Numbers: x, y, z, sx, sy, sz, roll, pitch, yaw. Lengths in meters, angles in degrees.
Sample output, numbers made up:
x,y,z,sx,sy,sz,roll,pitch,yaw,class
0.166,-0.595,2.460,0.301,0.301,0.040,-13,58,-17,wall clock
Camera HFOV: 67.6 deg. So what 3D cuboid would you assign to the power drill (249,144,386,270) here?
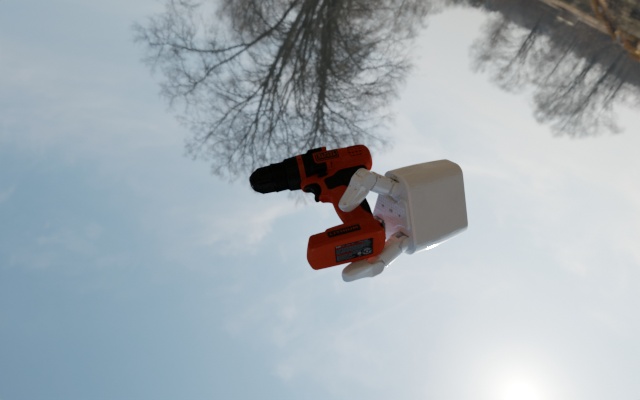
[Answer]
x,y,z,sx,sy,sz,roll,pitch,yaw,class
0.000,0.002,0.662,0.184,0.187,0.057,-14,-41,-3,power drill
